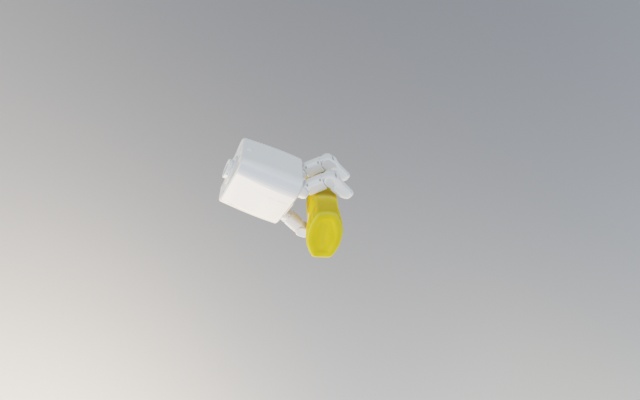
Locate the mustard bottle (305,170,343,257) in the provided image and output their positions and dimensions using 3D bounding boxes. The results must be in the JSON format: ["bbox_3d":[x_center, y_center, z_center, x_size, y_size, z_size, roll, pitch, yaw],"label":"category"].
[{"bbox_3d":[0.000,0.003,0.823,0.058,0.096,0.191,1,35,-6],"label":"mustard bottle"}]
